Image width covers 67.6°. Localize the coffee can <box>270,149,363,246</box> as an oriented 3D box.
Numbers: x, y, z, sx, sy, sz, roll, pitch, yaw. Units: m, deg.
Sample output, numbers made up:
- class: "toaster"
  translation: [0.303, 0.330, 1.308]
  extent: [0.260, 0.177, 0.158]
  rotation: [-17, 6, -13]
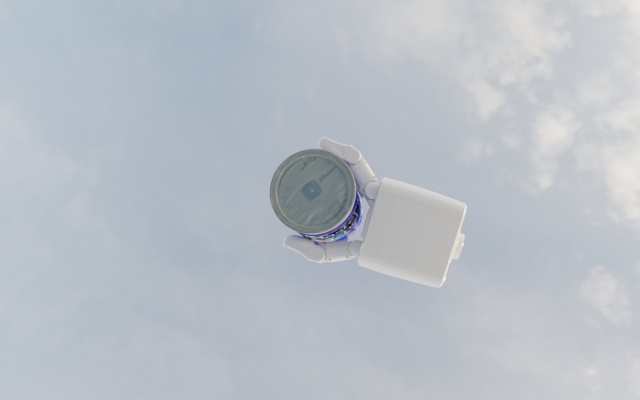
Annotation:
- class: "coffee can"
  translation: [0.000, 0.002, 0.626]
  extent: [0.103, 0.102, 0.140]
  rotation: [0, -11, 9]
